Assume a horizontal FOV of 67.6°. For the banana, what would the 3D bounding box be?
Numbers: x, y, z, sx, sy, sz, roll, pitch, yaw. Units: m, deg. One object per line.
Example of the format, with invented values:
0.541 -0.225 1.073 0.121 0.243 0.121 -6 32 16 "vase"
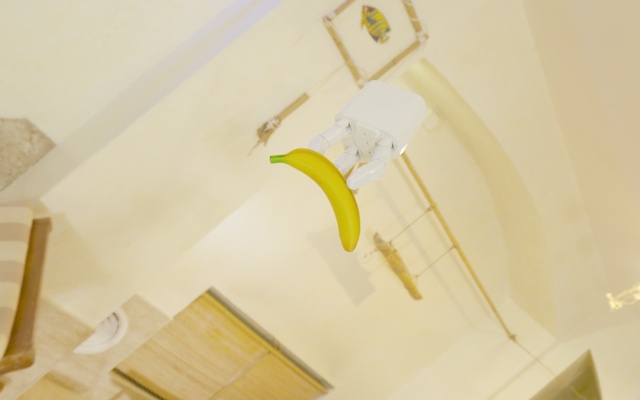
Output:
0.013 -0.009 0.701 0.070 0.198 0.037 -30 21 25 "banana"
